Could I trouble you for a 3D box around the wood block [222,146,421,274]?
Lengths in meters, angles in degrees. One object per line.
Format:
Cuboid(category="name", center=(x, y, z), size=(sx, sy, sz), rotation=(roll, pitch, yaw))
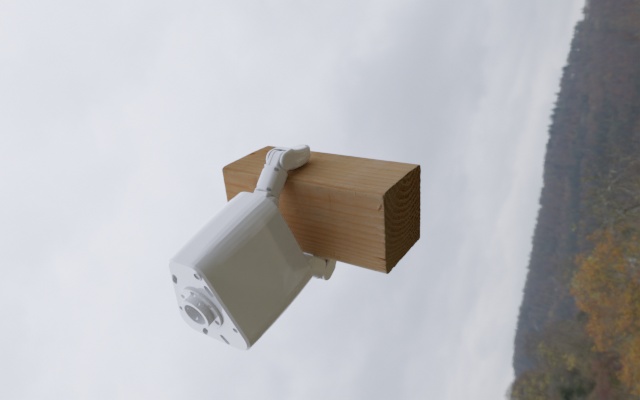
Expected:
Cuboid(category="wood block", center=(0.000, 0.002, 0.539), size=(0.206, 0.091, 0.090), rotation=(11, 28, 32))
